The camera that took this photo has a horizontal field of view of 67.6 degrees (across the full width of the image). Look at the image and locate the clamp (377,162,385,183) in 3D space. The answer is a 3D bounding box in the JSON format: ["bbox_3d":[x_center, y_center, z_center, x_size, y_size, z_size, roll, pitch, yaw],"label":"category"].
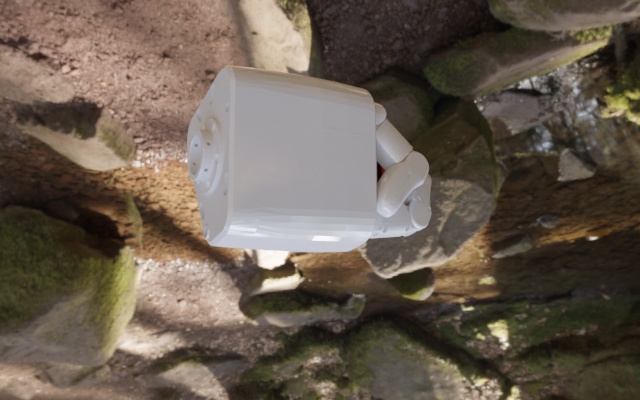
[{"bbox_3d":[0.000,0.002,0.434,0.120,0.039,0.171,-2,-21,-33],"label":"clamp"}]
